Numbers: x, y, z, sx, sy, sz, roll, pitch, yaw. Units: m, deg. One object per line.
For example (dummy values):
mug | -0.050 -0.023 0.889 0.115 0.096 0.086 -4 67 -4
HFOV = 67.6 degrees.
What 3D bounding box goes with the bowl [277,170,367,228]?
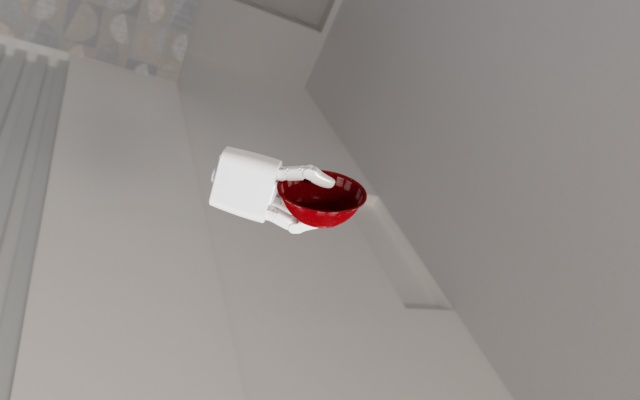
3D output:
bowl | 0.001 0.004 0.858 0.162 0.055 0.162 5 28 -3
